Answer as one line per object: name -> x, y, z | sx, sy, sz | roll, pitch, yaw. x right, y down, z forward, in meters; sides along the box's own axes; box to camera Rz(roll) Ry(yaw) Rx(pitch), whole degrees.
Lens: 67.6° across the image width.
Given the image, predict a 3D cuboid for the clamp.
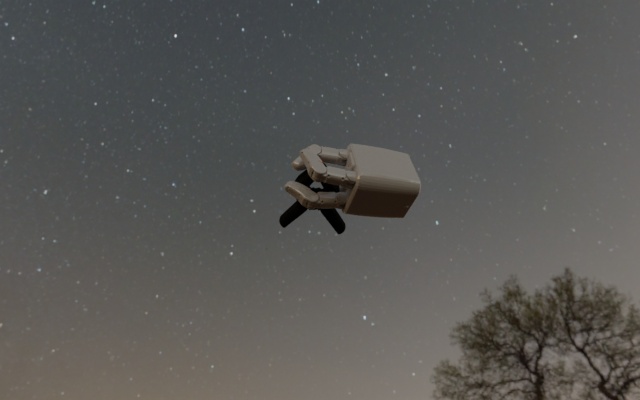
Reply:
clamp -> 0.000, 0.002, 0.822 | 0.120, 0.039, 0.172 | 8, -38, -11
